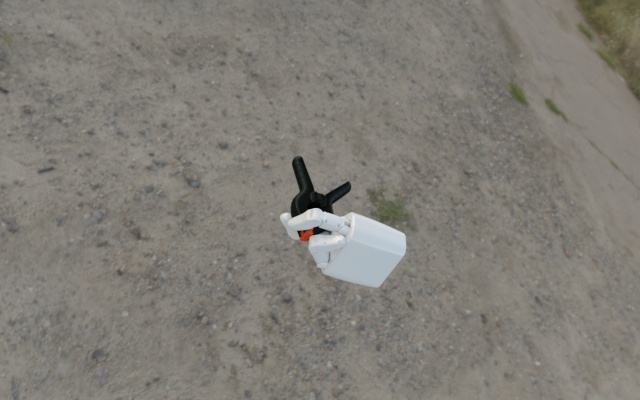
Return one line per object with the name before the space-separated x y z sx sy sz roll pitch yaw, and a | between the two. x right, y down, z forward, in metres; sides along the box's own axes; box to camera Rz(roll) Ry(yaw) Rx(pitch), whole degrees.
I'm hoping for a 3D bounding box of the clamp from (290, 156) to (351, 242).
clamp | 0.000 0.002 0.837 0.120 0.171 0.039 16 -39 -15
